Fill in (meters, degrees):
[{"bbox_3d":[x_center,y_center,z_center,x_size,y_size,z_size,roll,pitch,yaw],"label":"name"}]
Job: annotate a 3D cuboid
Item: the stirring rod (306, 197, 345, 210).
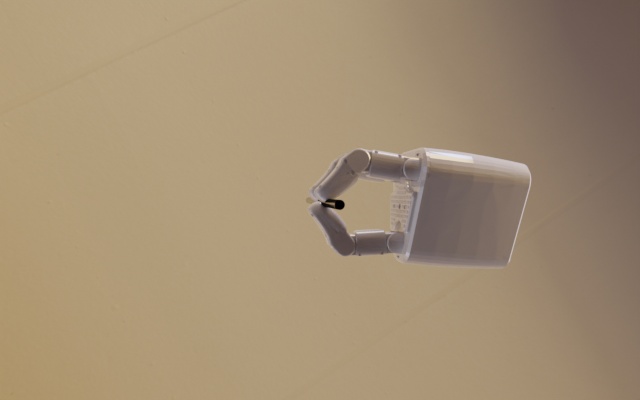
[{"bbox_3d":[0.000,0.002,0.487,0.011,0.011,0.239,0,1,-7],"label":"stirring rod"}]
